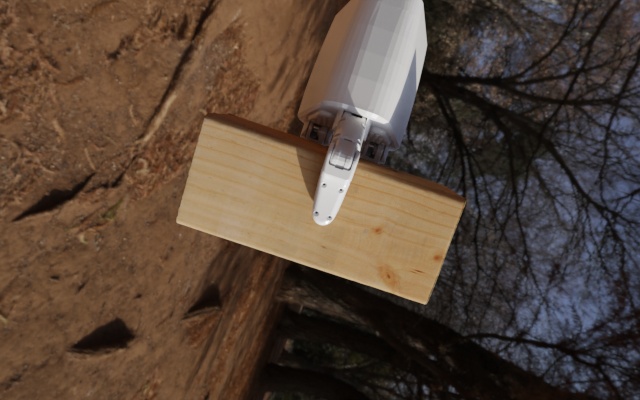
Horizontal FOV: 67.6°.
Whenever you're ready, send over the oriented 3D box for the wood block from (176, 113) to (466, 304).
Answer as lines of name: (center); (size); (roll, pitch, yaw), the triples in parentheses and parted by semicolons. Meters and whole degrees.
wood block: (0.000, 0.001, 0.404); (0.206, 0.090, 0.091); (18, 10, 0)
